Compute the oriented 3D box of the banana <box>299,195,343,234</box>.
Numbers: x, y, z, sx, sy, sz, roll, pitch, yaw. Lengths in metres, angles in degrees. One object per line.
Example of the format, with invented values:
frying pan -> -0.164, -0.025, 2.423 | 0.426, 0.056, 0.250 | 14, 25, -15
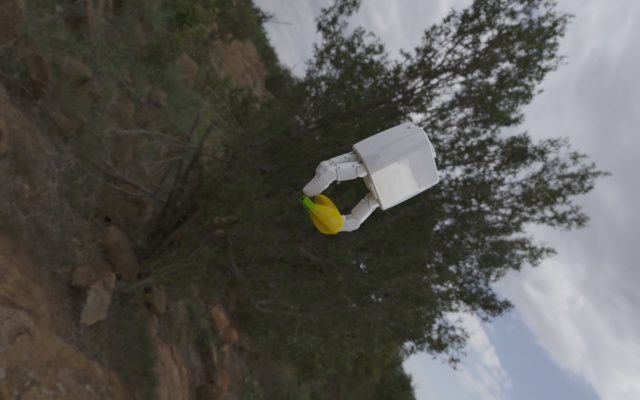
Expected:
banana -> 0.008, 0.019, 0.739 | 0.037, 0.069, 0.198 | -28, -2, 4
